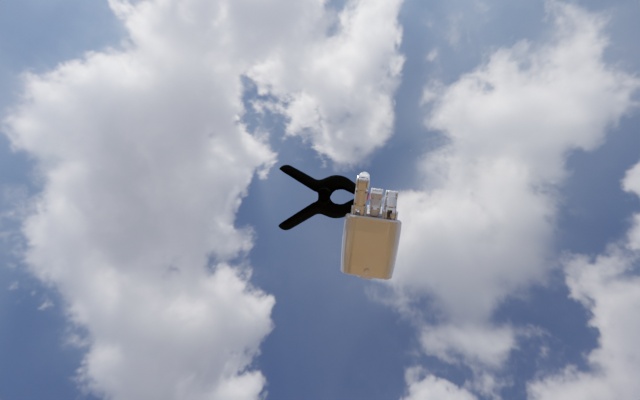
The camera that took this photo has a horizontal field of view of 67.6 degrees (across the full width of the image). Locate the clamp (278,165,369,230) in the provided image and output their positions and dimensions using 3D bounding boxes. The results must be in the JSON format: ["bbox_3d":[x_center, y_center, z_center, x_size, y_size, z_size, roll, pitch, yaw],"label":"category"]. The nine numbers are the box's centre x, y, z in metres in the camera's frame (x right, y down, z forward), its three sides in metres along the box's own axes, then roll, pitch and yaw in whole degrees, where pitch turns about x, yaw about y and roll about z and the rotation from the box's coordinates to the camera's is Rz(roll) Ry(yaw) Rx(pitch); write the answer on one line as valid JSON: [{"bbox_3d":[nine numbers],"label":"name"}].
[{"bbox_3d":[0.000,0.003,0.872,0.171,0.120,0.039,8,0,10],"label":"clamp"}]
